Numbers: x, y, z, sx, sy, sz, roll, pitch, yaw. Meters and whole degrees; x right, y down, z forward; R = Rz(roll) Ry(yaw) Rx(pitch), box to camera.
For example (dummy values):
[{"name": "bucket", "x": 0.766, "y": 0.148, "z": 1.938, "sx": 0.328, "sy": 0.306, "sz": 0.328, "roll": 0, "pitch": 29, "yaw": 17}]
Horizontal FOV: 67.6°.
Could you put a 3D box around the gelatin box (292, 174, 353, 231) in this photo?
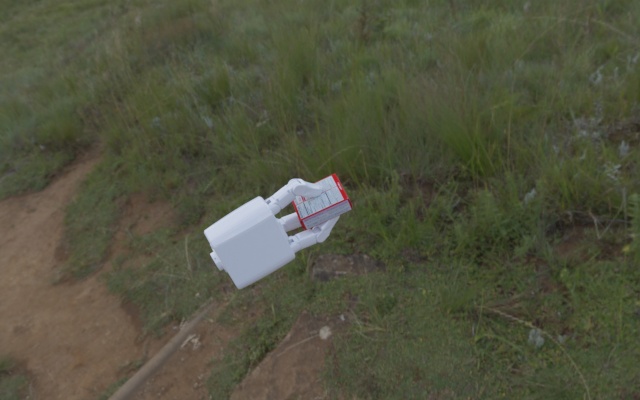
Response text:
[{"name": "gelatin box", "x": 0.000, "y": 0.002, "z": 0.797, "sx": 0.089, "sy": 0.030, "sz": 0.073, "roll": -25, "pitch": 41, "yaw": 1}]
